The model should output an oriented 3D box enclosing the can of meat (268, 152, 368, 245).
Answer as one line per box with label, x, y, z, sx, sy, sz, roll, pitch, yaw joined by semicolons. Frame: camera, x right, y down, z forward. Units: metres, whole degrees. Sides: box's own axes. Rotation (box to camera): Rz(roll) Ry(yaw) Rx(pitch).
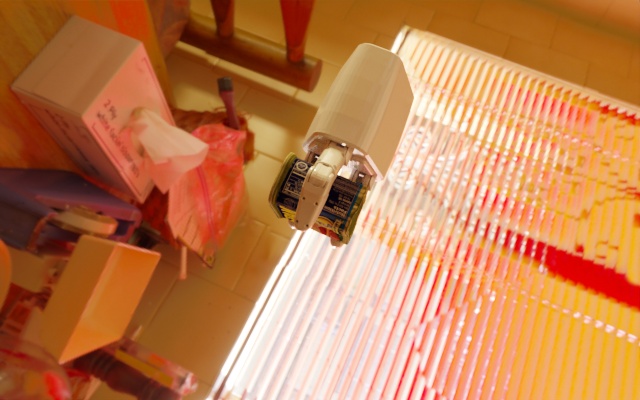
can of meat;0.000;0.002;0.495;0.084;0.057;0.102;23;-12;7
